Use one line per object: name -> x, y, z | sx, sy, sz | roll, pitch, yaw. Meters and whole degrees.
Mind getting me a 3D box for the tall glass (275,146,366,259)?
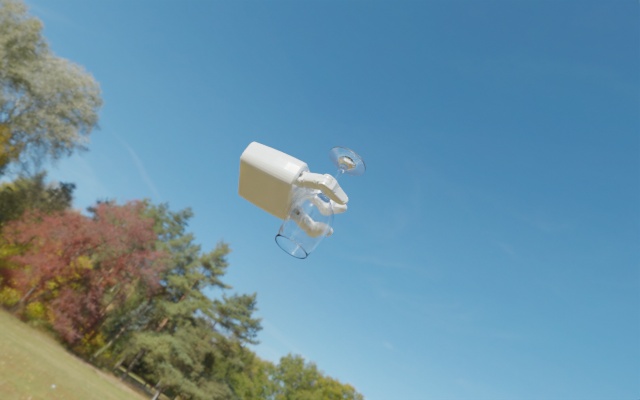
tall glass -> 0.001, 0.002, 0.820 | 0.079, 0.201, 0.079 | 25, -28, 15
